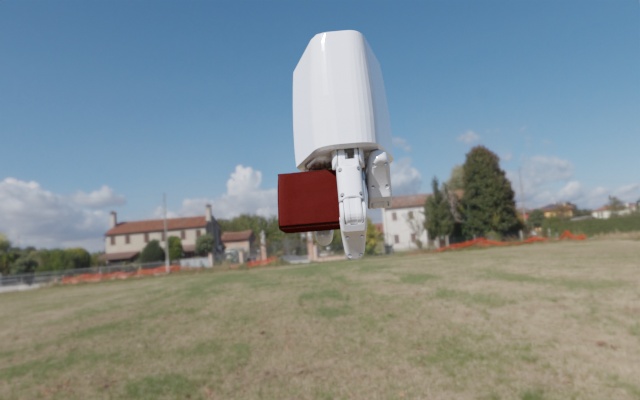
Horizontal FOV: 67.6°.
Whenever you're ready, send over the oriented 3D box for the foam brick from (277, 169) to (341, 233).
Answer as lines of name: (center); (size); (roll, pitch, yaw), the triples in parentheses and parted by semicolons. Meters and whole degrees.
foam brick: (0.000, 0.002, 0.453); (0.078, 0.051, 0.053); (-5, -8, 0)
